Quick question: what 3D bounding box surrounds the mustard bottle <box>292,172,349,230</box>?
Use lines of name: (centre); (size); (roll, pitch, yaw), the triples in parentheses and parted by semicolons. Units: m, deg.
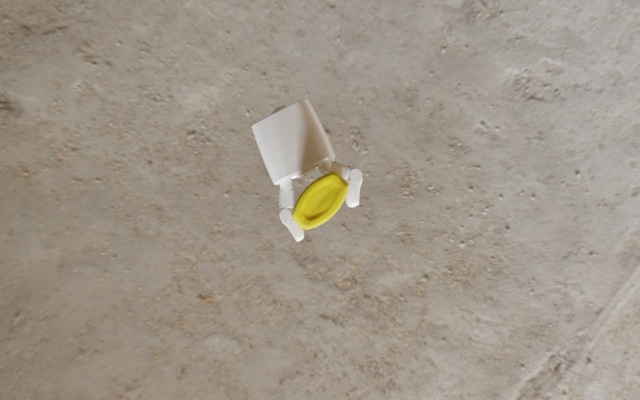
mustard bottle: (0.000, 0.003, 0.794); (0.058, 0.096, 0.191); (42, -1, 1)
